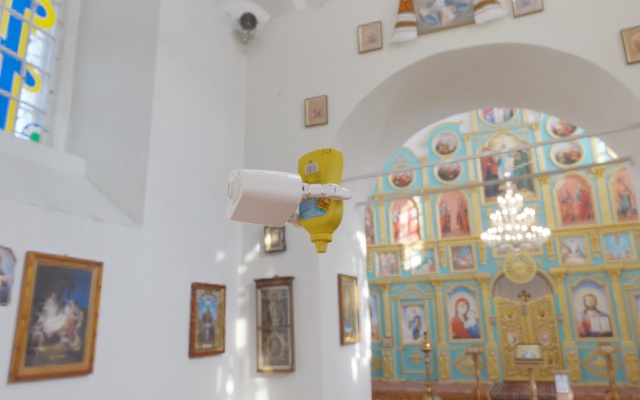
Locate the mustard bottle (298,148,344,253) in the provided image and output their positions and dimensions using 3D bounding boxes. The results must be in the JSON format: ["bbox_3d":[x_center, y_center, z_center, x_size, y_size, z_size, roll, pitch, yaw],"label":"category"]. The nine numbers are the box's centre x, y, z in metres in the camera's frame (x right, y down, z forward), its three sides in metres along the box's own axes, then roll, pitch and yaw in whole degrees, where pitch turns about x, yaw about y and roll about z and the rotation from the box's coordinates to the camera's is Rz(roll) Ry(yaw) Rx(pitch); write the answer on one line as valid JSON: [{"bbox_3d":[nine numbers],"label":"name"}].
[{"bbox_3d":[0.000,0.003,0.898,0.096,0.191,0.058,-14,-21,39],"label":"mustard bottle"}]
